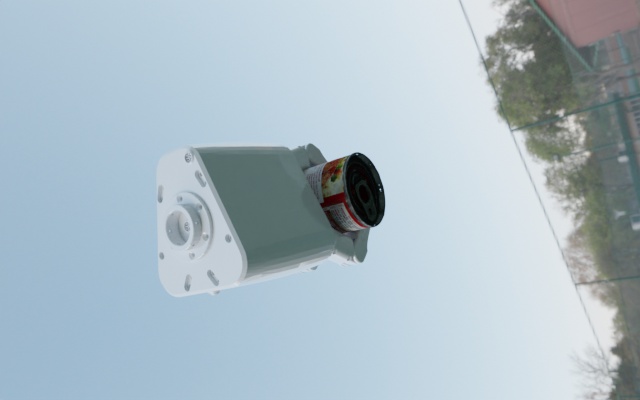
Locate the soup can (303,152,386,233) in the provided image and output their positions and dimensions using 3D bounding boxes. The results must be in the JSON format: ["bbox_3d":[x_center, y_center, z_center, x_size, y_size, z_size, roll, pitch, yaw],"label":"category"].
[{"bbox_3d":[0.000,0.001,0.448,0.102,0.068,0.068,-16,-9,34],"label":"soup can"}]
